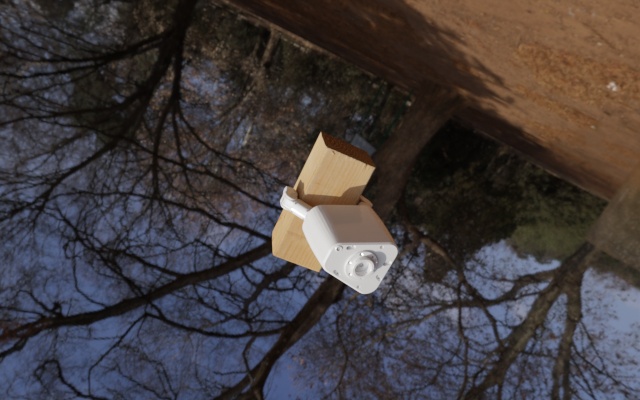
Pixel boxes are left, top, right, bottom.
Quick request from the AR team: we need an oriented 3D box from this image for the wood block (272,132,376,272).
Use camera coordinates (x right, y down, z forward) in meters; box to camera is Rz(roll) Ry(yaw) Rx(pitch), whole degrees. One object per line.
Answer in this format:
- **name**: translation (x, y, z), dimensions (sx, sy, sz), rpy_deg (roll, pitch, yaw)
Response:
- **wood block**: translation (0.000, 0.003, 0.806), dimensions (0.091, 0.206, 0.090), rpy_deg (22, 20, -14)
